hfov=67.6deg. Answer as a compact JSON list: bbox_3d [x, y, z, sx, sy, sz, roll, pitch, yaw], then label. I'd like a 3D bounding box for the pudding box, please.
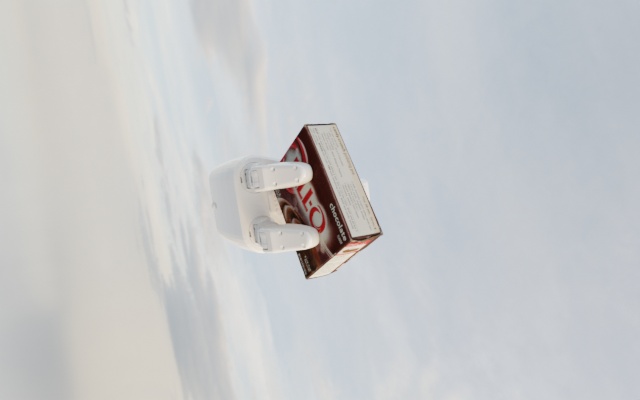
[{"bbox_3d":[0.000,0.001,0.426,0.039,0.113,0.090,-12,-22,-32],"label":"pudding box"}]
